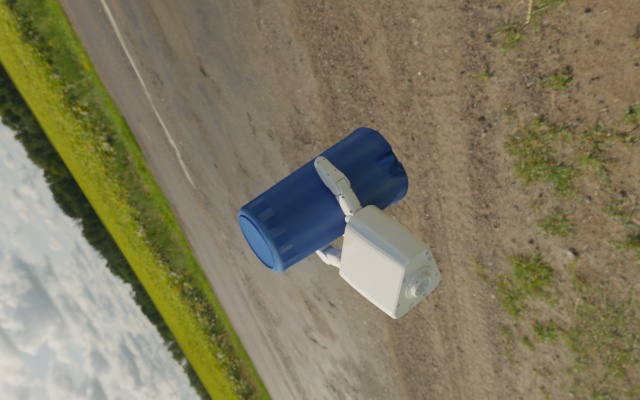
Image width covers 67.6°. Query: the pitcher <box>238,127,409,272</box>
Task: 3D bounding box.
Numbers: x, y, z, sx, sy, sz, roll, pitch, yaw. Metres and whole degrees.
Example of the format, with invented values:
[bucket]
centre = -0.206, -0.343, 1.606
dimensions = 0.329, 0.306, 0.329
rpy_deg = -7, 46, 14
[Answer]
[pitcher]
centre = 0.000, 0.002, 0.725
dimensions = 0.243, 0.149, 0.145
rpy_deg = -32, 48, -23
